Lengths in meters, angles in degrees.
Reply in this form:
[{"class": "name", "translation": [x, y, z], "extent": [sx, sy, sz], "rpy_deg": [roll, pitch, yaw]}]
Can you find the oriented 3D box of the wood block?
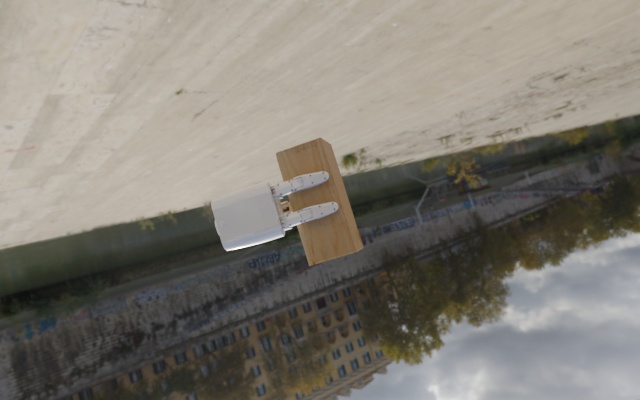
[{"class": "wood block", "translation": [0.000, 0.003, 0.862], "extent": [0.090, 0.206, 0.091], "rpy_deg": [-18, -5, 12]}]
